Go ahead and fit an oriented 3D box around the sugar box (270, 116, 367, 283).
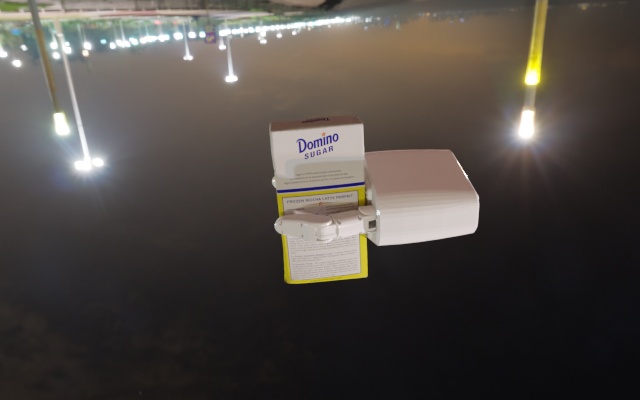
[{"bbox_3d":[0.000,0.002,0.509,0.093,0.176,0.048,-5,22,-4],"label":"sugar box"}]
